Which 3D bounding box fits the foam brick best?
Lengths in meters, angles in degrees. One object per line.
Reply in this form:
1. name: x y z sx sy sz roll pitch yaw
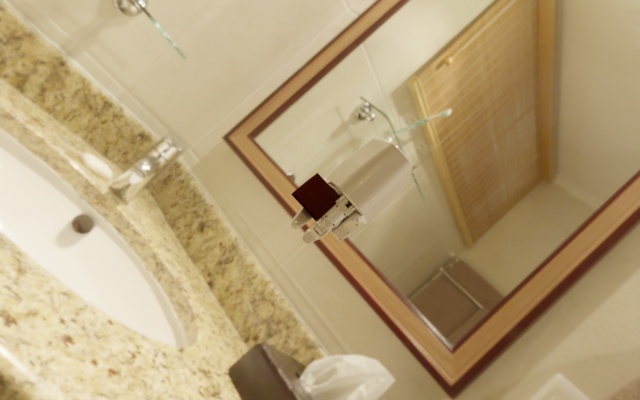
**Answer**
1. foam brick: 0.000 0.002 0.732 0.051 0.078 0.053 -42 2 -2
